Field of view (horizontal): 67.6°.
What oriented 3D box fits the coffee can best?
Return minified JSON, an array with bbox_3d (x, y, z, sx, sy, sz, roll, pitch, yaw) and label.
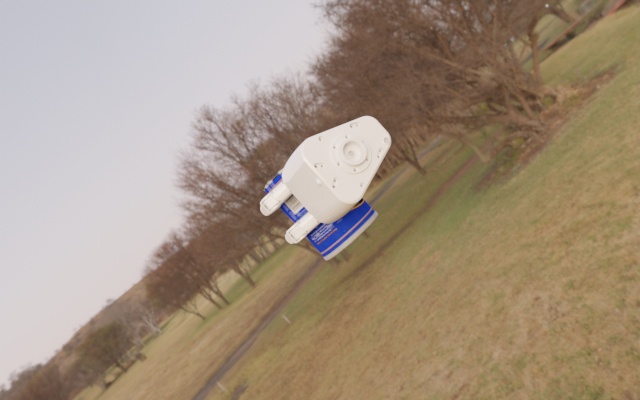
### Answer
[{"bbox_3d":[0.000,0.002,0.701,0.103,0.140,0.103,-42,0,0],"label":"coffee can"}]
